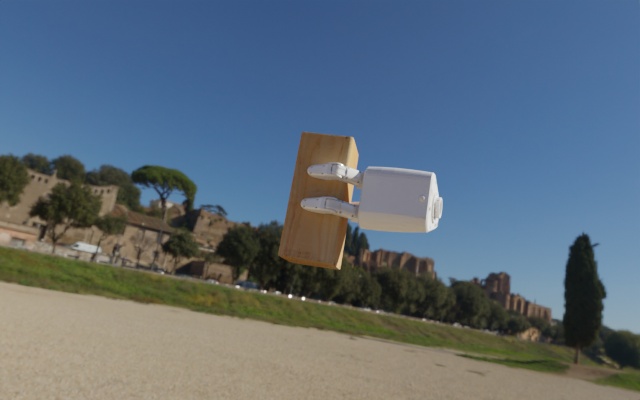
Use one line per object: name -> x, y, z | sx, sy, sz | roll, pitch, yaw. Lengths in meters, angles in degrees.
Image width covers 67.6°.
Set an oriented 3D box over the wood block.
wood block -> 0.001, 0.003, 0.792 | 0.090, 0.206, 0.091 | 7, -13, 12
